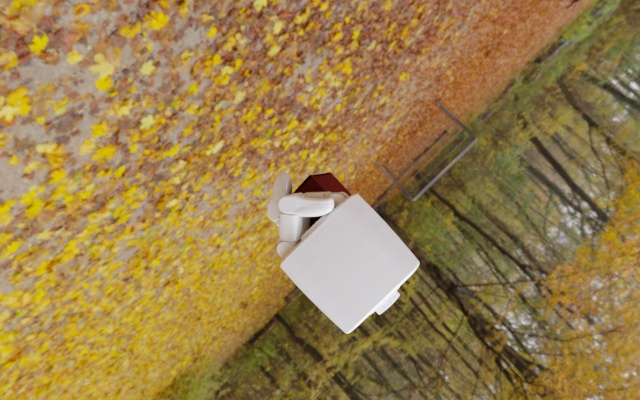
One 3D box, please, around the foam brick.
[{"bbox_3d":[0.000,0.002,0.595,0.053,0.051,0.078,-47,-10,19],"label":"foam brick"}]
